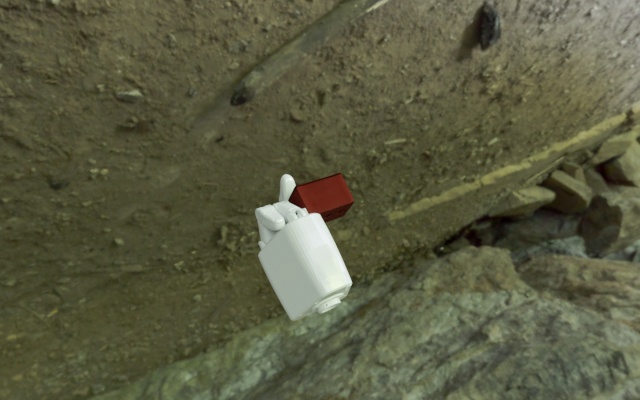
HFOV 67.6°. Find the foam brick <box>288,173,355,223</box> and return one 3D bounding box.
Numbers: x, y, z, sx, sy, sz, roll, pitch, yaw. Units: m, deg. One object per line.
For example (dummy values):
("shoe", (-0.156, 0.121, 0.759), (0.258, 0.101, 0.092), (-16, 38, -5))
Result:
("foam brick", (0.000, 0.002, 0.693), (0.078, 0.051, 0.053), (-19, -21, -26))
